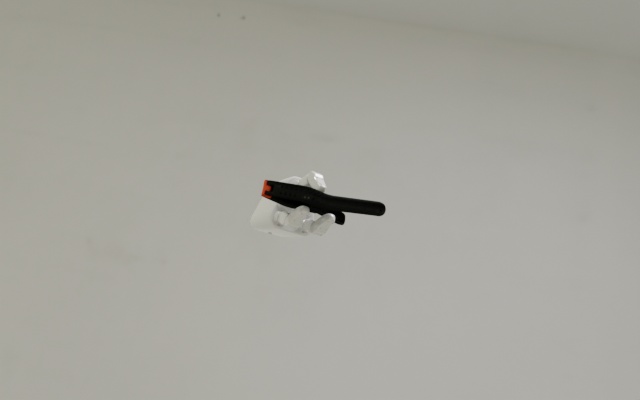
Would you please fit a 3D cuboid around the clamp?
[{"bbox_3d":[0.000,0.002,0.852,0.210,0.036,0.164,18,-17,-28],"label":"clamp"}]
